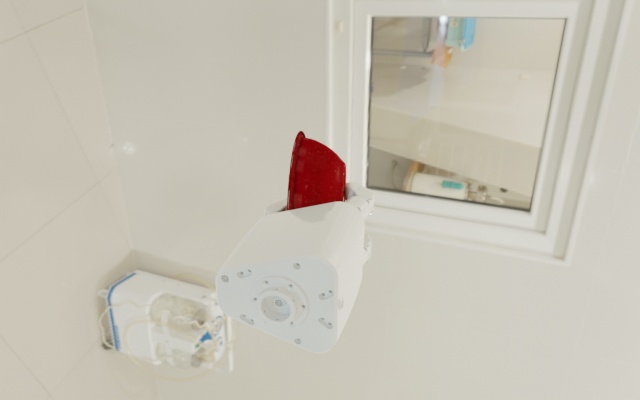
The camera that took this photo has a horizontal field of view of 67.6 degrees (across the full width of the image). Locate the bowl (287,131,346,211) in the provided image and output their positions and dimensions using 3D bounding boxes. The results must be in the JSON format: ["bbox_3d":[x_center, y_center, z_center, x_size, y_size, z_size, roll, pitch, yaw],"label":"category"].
[{"bbox_3d":[0.001,0.001,0.552,0.055,0.162,0.162,2,0,5],"label":"bowl"}]
